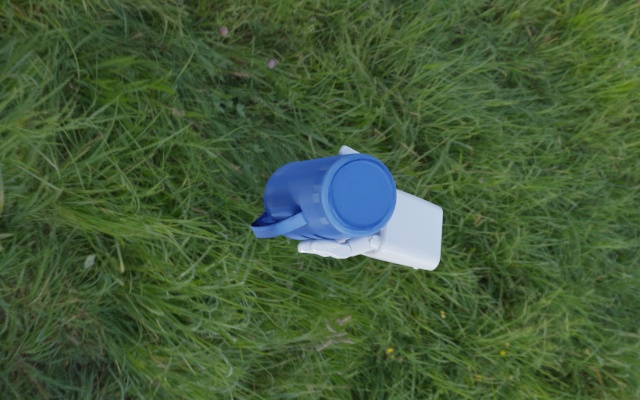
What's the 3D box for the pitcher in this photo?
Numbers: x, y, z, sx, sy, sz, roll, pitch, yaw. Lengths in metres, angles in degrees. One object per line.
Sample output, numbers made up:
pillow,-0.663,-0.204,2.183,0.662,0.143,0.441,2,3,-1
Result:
pitcher,0.000,0.002,0.706,0.145,0.149,0.243,19,-8,-19
